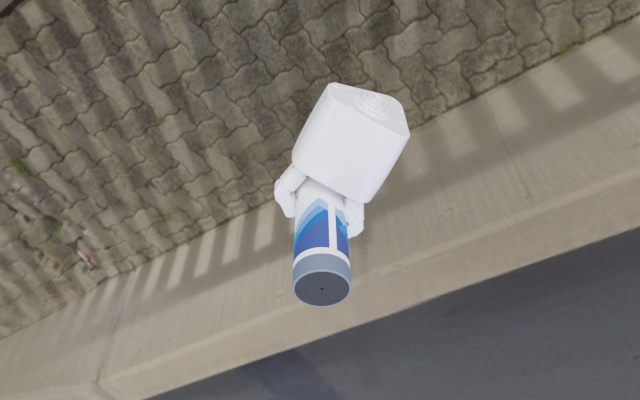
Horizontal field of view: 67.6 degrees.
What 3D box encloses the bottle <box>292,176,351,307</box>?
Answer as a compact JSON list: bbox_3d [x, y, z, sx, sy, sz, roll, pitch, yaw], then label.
[{"bbox_3d":[0.000,0.002,0.644,0.069,0.069,0.295,0,41,-1],"label":"bottle"}]
